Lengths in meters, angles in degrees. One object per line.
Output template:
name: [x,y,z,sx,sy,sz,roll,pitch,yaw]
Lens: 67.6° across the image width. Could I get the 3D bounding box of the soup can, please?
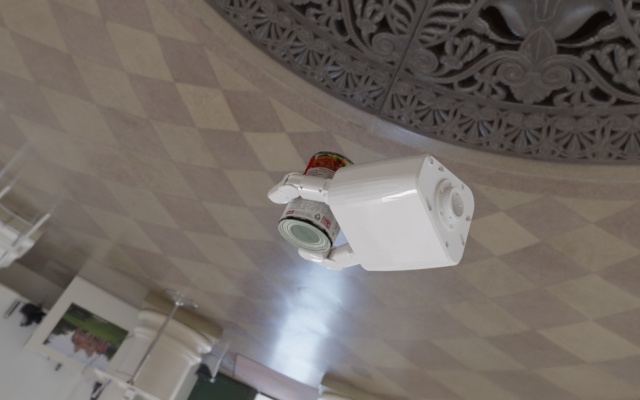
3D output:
soup can: [0.000,0.002,0.563,0.068,0.102,0.069,18,-32,12]
